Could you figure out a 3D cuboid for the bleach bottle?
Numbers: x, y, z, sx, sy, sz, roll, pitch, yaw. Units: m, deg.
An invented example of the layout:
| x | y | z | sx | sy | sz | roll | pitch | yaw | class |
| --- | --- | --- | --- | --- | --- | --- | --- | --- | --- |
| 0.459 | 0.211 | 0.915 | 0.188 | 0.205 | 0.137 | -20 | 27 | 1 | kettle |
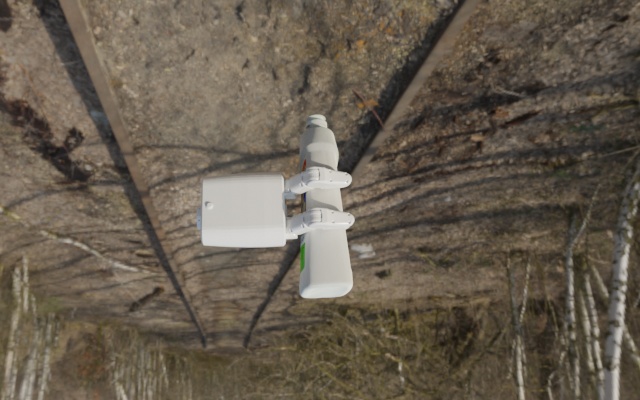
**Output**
| x | y | z | sx | sy | sz | roll | pitch | yaw | class |
| --- | --- | --- | --- | --- | --- | --- | --- | --- | --- |
| 0.000 | 0.002 | 0.663 | 0.068 | 0.250 | 0.103 | -1 | -20 | -7 | bleach bottle |
